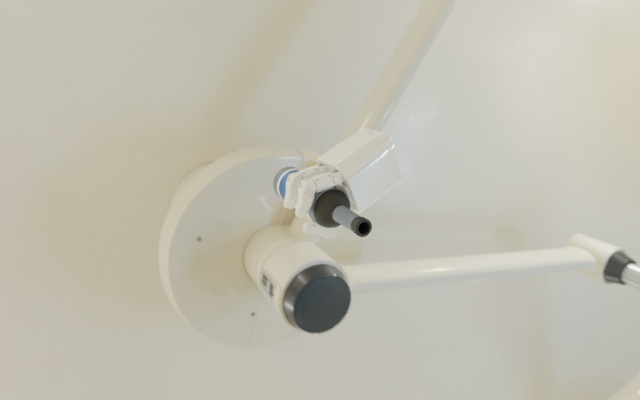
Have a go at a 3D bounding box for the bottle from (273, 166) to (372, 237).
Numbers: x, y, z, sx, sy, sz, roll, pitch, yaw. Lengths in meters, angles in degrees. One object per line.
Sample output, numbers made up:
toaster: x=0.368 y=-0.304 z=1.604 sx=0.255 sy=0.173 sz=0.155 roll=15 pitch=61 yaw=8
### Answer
bottle: x=0.000 y=0.003 z=0.807 sx=0.069 sy=0.069 sz=0.295 roll=0 pitch=15 yaw=-26
